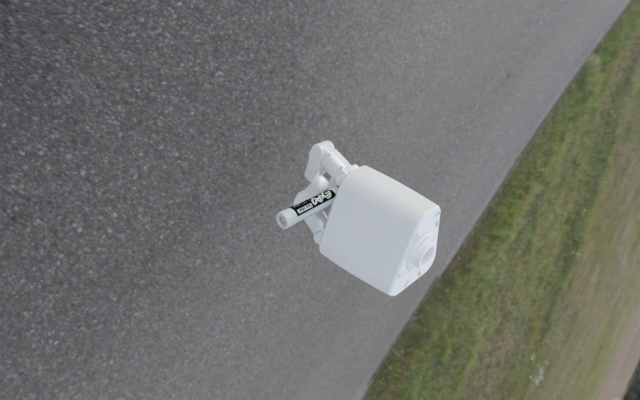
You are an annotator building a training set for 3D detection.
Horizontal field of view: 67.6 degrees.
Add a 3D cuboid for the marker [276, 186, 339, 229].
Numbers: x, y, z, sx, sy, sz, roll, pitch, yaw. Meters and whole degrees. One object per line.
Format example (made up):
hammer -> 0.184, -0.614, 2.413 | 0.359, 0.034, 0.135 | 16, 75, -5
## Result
marker -> 0.000, 0.002, 0.546 | 0.020, 0.020, 0.121 | 0, 19, 46
